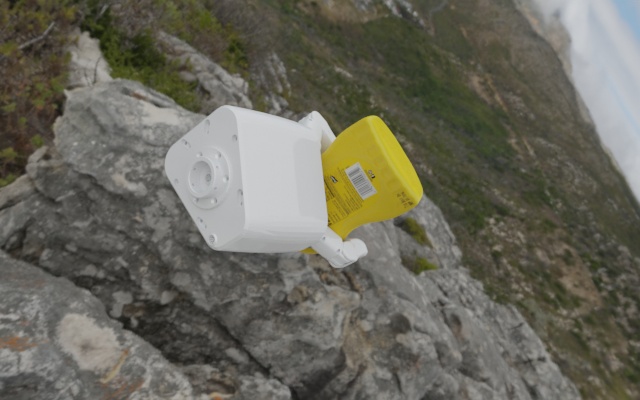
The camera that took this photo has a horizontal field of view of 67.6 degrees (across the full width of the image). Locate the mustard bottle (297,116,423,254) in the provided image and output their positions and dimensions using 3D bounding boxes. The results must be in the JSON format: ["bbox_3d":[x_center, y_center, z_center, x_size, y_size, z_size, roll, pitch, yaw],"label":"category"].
[{"bbox_3d":[0.000,0.001,0.490,0.192,0.096,0.058,-30,5,28],"label":"mustard bottle"}]
